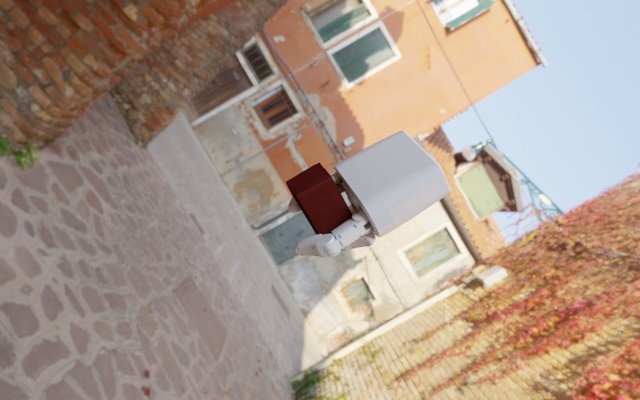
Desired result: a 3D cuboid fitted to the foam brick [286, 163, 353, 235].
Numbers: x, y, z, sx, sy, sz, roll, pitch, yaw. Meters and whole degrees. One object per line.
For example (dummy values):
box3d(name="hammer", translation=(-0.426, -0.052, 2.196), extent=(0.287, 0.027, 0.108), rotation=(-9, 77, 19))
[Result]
box3d(name="foam brick", translation=(0.000, 0.002, 0.596), extent=(0.051, 0.078, 0.053), rotation=(-31, 29, -2))
